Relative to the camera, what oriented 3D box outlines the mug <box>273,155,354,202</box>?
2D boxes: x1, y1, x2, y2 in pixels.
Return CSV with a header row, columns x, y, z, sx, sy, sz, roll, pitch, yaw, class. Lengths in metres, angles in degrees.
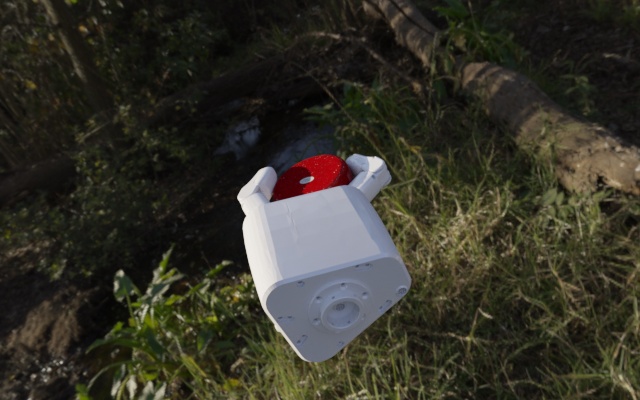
x,y,z,sx,sy,sz,roll,pitch,yaw,class
0.000,0.001,0.502,0.093,0.081,0.117,-28,32,0,mug
